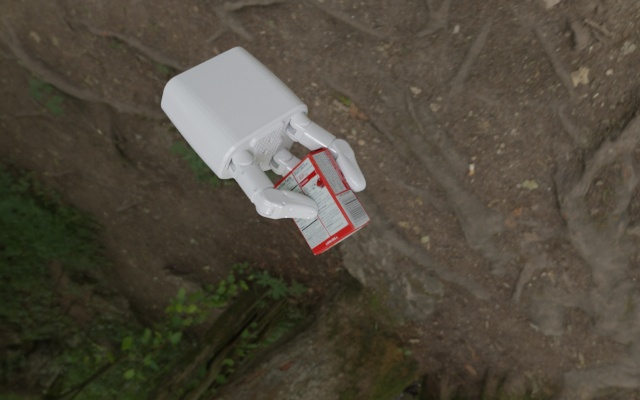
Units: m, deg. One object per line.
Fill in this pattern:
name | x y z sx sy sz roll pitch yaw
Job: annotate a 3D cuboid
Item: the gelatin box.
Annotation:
gelatin box | 0.000 0.002 0.488 0.030 0.089 0.073 -25 -9 -42
